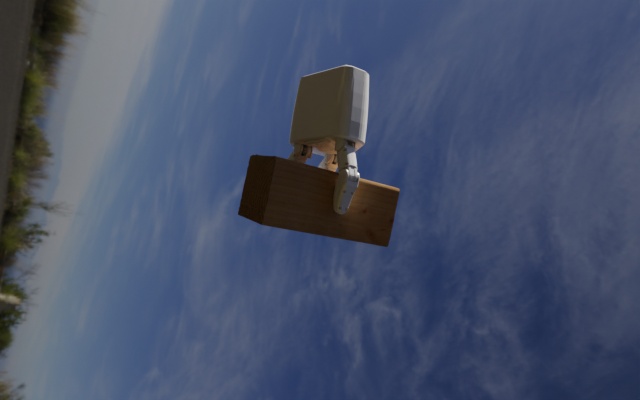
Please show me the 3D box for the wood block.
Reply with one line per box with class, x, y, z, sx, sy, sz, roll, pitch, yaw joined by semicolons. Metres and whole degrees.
wood block;0.000;0.002;0.686;0.206;0.090;0.091;12;0;-30
